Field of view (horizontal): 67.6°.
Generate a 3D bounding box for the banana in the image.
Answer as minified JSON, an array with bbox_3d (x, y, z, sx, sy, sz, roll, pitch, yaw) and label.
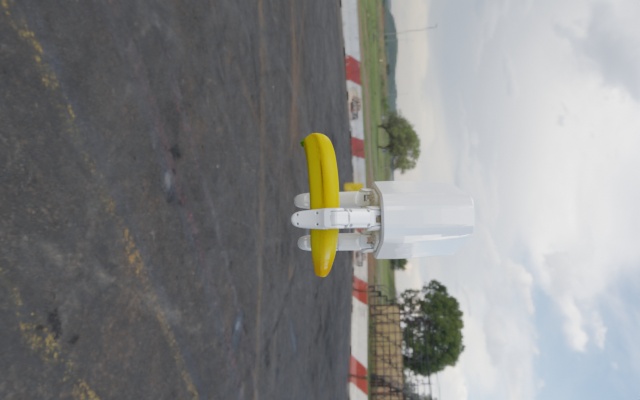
[{"bbox_3d":[0.002,-0.010,0.580,0.037,0.197,0.070,-1,-28,-8],"label":"banana"}]
